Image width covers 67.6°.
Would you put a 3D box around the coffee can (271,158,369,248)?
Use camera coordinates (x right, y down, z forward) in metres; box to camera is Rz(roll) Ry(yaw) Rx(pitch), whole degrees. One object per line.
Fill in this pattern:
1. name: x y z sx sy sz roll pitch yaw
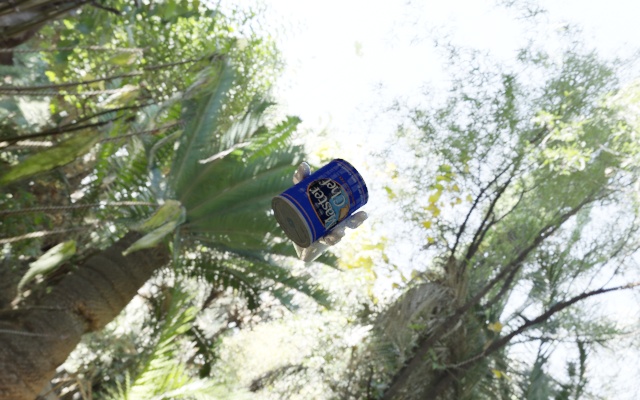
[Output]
1. coffee can: 0.000 0.003 0.836 0.140 0.103 0.103 -35 16 -25
